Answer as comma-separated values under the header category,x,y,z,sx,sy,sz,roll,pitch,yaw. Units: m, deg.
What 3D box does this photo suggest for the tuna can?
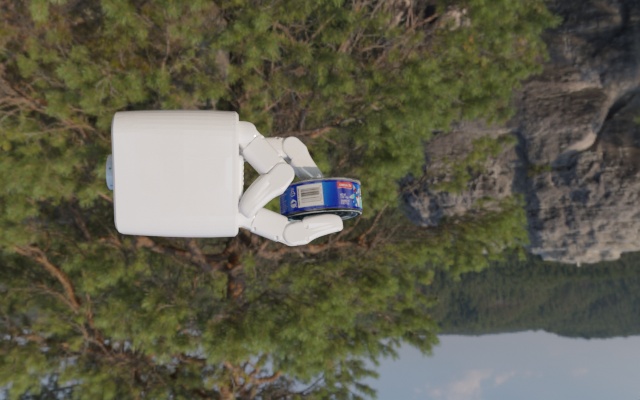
category,x,y,z,sx,sy,sz,roll,pitch,yaw
tuna can,0.000,0.002,0.494,0.086,0.033,0.086,-5,-10,-1
